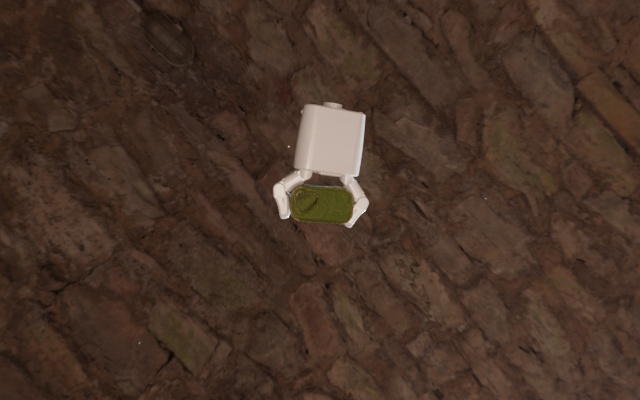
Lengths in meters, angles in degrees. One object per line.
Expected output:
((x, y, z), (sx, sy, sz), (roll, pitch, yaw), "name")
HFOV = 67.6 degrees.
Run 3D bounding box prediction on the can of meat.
((0.000, 0.003, 0.801), (0.102, 0.057, 0.084), (4, 7, -4), "can of meat")
